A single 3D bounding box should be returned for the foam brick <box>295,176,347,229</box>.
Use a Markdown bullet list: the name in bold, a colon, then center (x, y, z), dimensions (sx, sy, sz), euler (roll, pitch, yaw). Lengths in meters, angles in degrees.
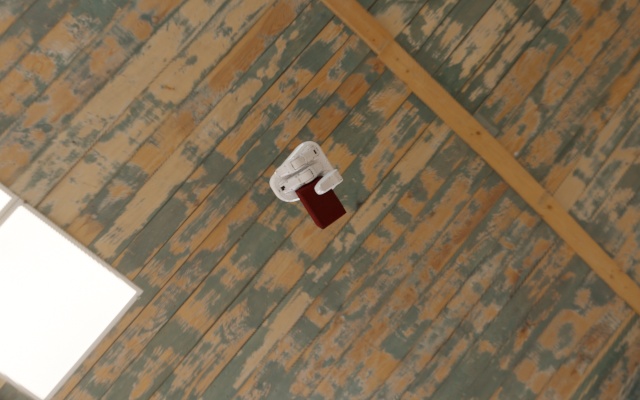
- **foam brick**: center (0.000, 0.003, 0.834), dimensions (0.053, 0.078, 0.051), euler (-33, 8, -9)
